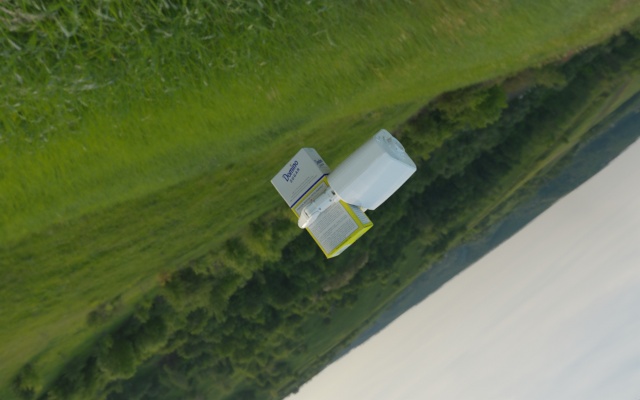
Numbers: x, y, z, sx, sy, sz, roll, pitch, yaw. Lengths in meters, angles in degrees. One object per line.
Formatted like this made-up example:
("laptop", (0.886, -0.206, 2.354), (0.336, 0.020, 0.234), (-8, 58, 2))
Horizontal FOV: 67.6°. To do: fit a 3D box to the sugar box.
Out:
("sugar box", (0.001, 0.003, 0.828), (0.093, 0.176, 0.048), (-43, -17, 25))
